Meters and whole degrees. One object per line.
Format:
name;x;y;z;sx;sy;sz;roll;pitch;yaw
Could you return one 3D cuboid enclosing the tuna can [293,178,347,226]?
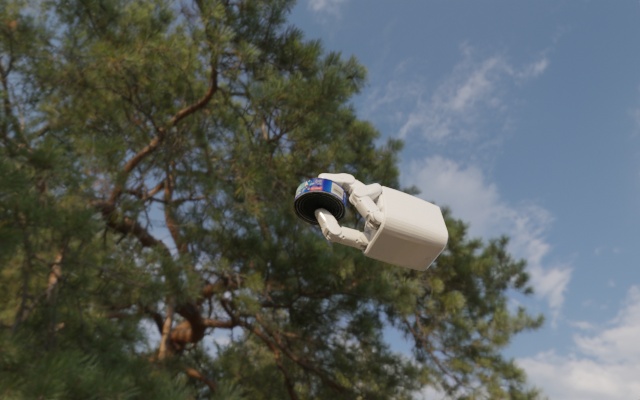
tuna can;0.000;0.002;0.784;0.086;0.033;0.086;5;-41;4
